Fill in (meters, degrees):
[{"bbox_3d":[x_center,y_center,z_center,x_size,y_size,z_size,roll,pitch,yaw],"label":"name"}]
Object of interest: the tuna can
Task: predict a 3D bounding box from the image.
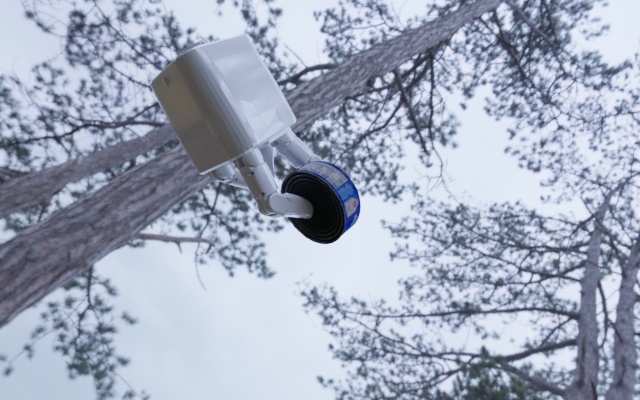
[{"bbox_3d":[0.000,0.001,0.512,0.086,0.086,0.033,0,26,42],"label":"tuna can"}]
